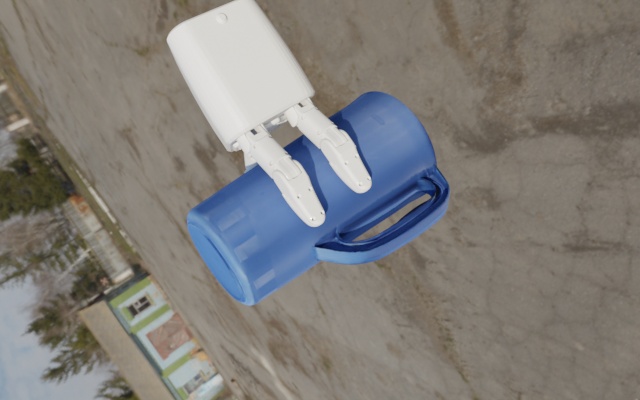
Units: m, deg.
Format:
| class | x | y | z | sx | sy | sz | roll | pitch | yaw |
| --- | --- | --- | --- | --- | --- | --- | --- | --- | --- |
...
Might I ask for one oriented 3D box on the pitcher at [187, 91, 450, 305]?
| class | x | y | z | sx | sy | sz | roll | pitch | yaw |
| --- | --- | --- | --- | --- | --- | --- | --- | --- | --- |
| pitcher | 0.000 | 0.001 | 0.486 | 0.242 | 0.145 | 0.149 | -34 | 7 | -24 |
